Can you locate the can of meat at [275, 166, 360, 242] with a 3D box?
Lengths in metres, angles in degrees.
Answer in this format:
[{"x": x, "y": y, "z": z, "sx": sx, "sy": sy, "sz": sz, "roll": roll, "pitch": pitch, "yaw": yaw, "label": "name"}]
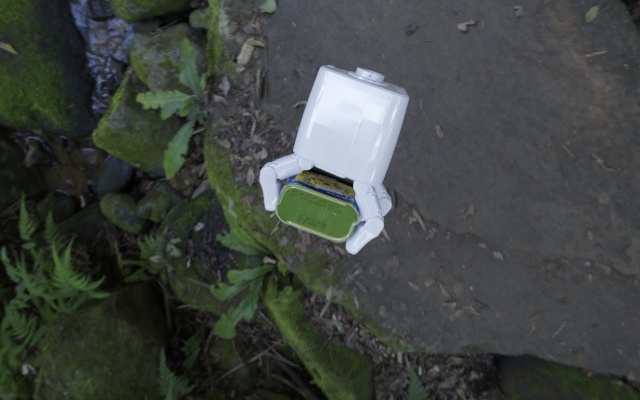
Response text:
[{"x": 0.000, "y": 0.002, "z": 0.589, "sx": 0.102, "sy": 0.057, "sz": 0.084, "roll": 20, "pitch": 20, "yaw": 0, "label": "can of meat"}]
